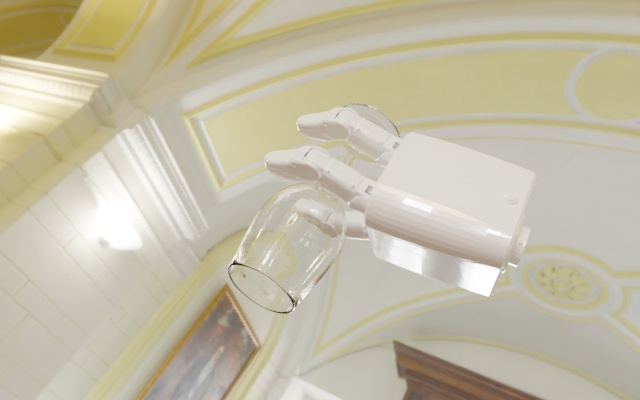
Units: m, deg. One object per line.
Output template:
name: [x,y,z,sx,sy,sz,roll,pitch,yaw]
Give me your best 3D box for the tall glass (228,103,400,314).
tall glass: [0.000,0.001,0.426,0.079,0.079,0.201,0,43,41]
